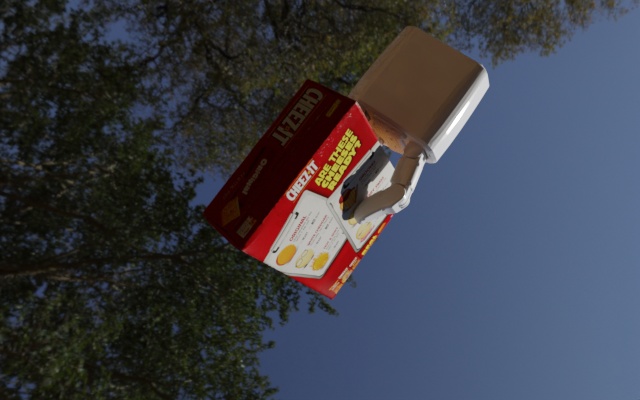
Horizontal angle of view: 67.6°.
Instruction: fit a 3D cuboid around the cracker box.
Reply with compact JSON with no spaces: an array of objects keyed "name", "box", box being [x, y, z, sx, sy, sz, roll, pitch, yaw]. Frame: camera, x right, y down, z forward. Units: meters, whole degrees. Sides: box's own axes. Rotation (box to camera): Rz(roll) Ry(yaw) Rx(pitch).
[{"name":"cracker box","box":[0.000,0.002,0.509,0.072,0.164,0.214,34,-5,32]}]
